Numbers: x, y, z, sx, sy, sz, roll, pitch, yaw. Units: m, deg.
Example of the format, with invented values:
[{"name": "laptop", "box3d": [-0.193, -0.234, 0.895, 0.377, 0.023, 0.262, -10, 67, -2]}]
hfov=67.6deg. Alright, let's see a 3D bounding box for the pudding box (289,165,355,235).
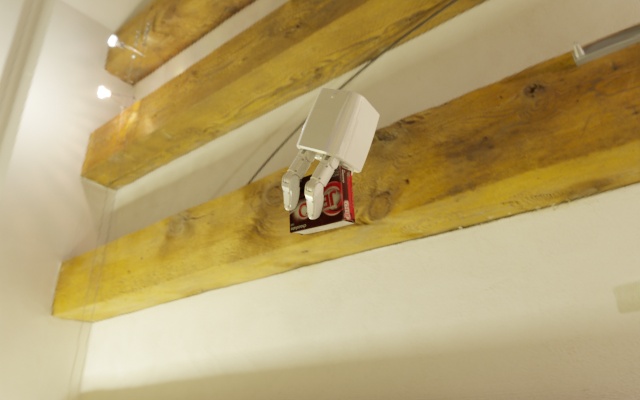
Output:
[{"name": "pudding box", "box3d": [0.000, 0.003, 0.774, 0.113, 0.090, 0.039, -17, -22, 38]}]
